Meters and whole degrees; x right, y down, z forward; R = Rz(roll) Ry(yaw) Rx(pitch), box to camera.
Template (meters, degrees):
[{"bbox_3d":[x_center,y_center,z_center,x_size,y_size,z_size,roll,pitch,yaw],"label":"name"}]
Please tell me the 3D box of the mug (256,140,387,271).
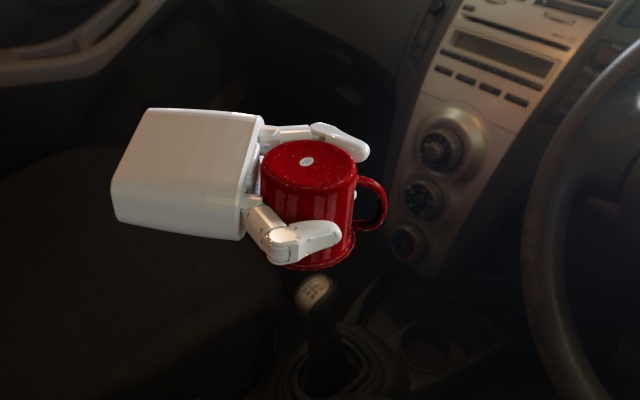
[{"bbox_3d":[0.002,0.001,0.418,0.117,0.082,0.093,5,37,1],"label":"mug"}]
